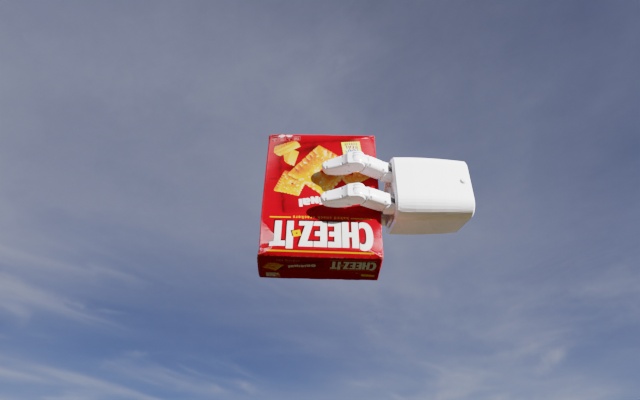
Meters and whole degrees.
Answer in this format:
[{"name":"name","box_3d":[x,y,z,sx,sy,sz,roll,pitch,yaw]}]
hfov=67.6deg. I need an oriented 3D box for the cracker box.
[{"name":"cracker box","box_3d":[0.000,0.002,0.684,0.164,0.213,0.072,1,-36,-1]}]
